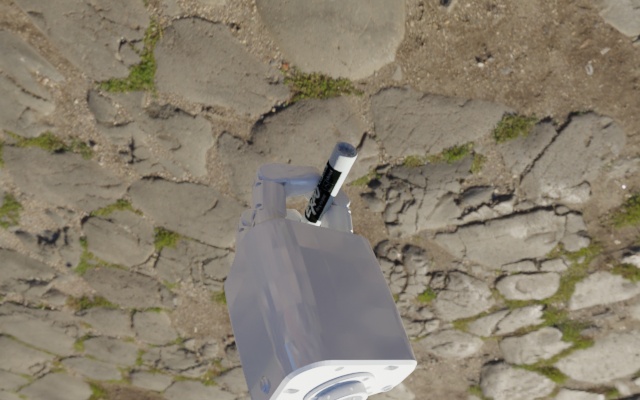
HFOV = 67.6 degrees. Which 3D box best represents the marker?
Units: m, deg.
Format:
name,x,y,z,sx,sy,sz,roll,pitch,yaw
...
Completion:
name,x,y,z,sx,sy,sz,roll,pitch,yaw
marker,0.000,0.001,0.406,0.020,0.020,0.121,0,-42,-27
